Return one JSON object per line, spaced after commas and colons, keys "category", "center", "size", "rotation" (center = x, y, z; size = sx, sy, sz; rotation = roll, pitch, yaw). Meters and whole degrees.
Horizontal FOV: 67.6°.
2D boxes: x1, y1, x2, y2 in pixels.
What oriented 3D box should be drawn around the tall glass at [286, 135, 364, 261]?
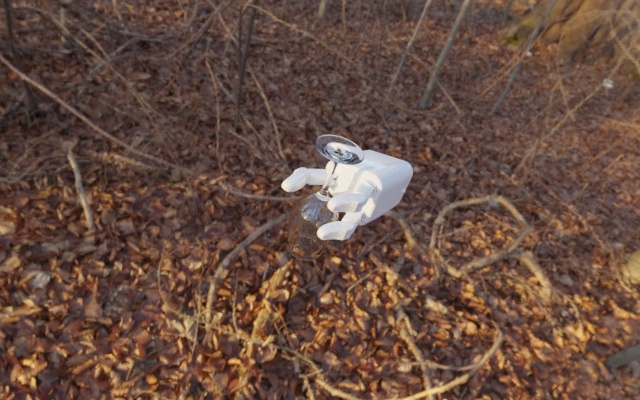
{"category": "tall glass", "center": [0.000, 0.002, 0.742], "size": [0.079, 0.201, 0.079], "rotation": [14, 35, -10]}
